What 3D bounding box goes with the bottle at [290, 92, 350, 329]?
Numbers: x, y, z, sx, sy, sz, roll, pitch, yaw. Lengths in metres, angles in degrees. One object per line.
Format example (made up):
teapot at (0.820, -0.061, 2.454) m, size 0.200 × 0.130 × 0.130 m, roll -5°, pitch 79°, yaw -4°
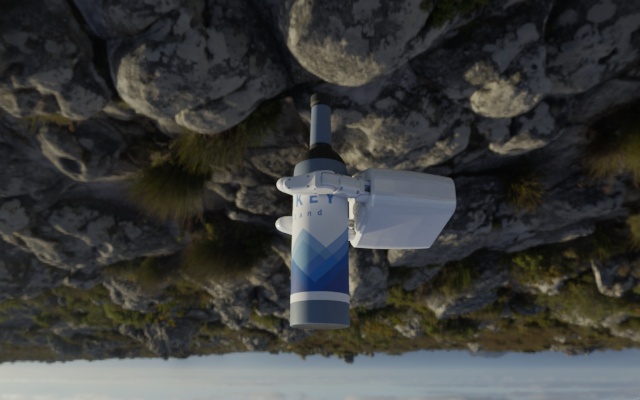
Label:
bottle at (0.000, 0.002, 0.580) m, size 0.069 × 0.295 × 0.069 m, roll 0°, pitch -20°, yaw 0°
